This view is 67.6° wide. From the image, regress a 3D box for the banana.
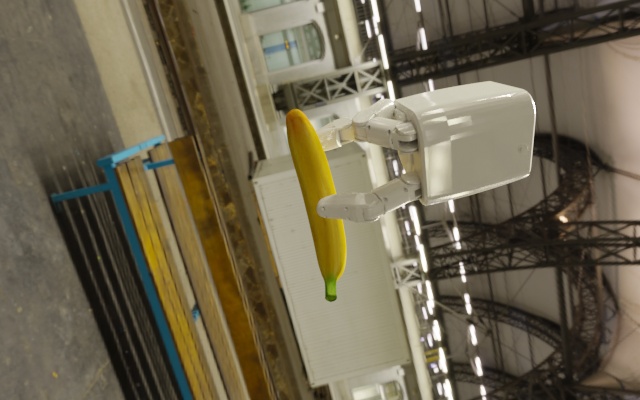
[{"bbox_3d":[0.000,0.001,0.498,0.037,0.198,0.069,-13,13,0],"label":"banana"}]
